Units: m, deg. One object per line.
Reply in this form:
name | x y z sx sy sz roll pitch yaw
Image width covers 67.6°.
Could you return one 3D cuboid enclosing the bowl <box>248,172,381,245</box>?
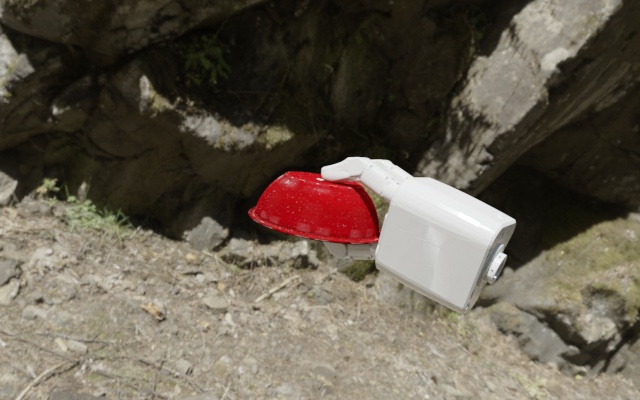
bowl | -0.001 0.001 0.558 0.162 0.055 0.162 9 9 -2
